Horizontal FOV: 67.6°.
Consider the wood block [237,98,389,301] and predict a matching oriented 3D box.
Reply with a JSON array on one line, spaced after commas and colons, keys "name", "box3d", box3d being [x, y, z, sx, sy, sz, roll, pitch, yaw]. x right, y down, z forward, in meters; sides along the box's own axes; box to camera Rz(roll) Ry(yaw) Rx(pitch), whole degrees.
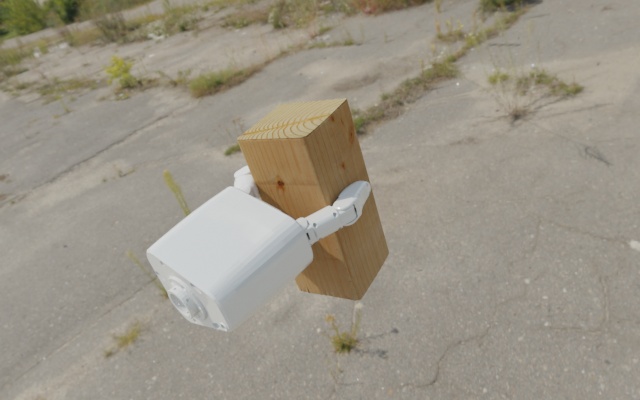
[{"name": "wood block", "box3d": [0.000, 0.002, 0.537, 0.091, 0.206, 0.090, 3, 36, 34]}]
